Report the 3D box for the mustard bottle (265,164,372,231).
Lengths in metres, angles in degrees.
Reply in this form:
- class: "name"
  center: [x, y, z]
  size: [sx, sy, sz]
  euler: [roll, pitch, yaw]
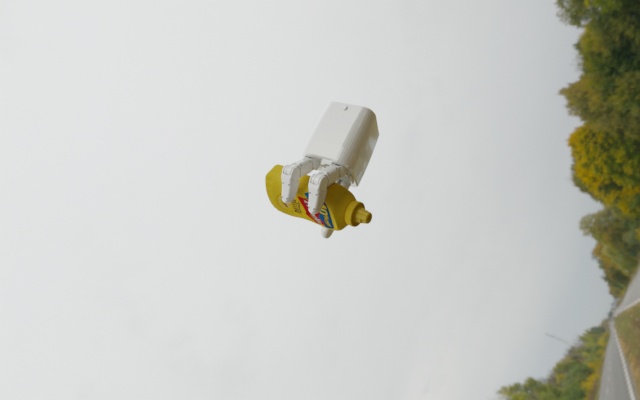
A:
- class: "mustard bottle"
  center: [0.000, 0.003, 0.784]
  size: [0.191, 0.096, 0.058]
  euler: [18, 51, 34]
